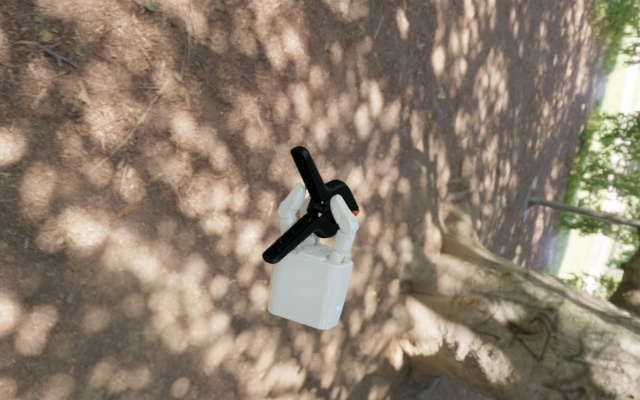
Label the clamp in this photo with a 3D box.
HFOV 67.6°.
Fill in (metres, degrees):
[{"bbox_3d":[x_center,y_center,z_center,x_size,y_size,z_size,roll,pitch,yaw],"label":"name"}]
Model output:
[{"bbox_3d":[0.001,0.003,0.713,0.036,0.164,0.210,21,15,31],"label":"clamp"}]
